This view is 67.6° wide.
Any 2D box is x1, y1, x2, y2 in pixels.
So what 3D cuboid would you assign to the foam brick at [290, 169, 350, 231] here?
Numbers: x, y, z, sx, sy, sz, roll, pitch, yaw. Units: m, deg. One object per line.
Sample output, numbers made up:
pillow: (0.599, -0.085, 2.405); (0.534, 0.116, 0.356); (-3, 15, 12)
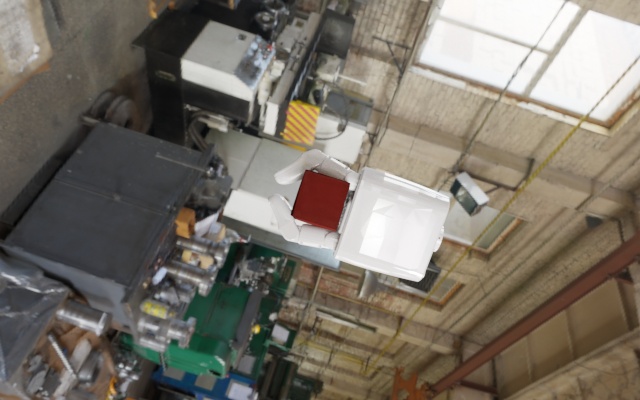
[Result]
foam brick: (0.000, 0.002, 0.530); (0.051, 0.053, 0.078); (18, -4, 1)
